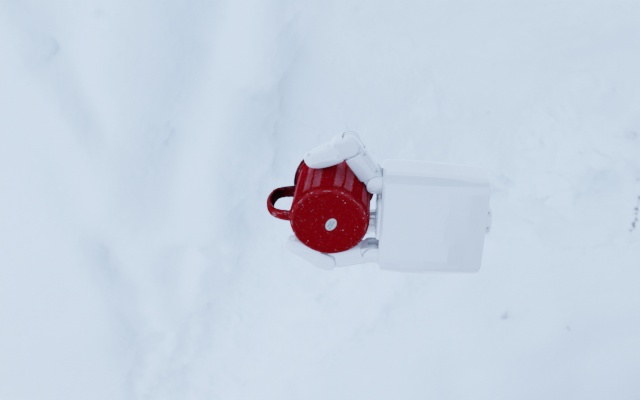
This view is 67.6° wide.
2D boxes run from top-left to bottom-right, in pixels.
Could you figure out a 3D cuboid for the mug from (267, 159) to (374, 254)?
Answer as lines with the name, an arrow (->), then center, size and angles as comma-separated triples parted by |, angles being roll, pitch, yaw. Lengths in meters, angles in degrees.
mug -> -0.001, 0.002, 0.510 | 0.117, 0.093, 0.081 | 2, 32, 5
